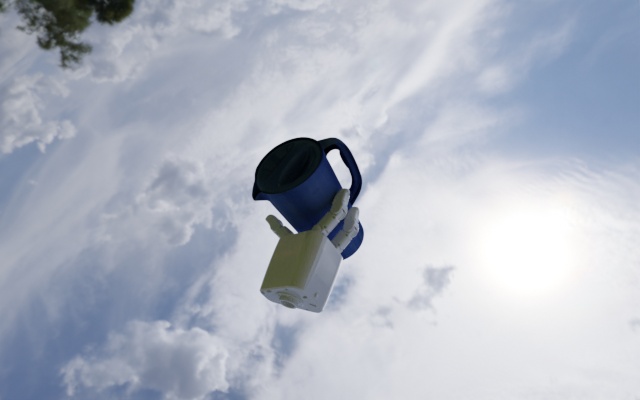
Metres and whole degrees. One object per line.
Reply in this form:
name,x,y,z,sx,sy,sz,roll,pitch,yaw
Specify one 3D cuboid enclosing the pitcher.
pitcher,0.000,0.003,0.891,0.149,0.145,0.243,-2,-39,31
